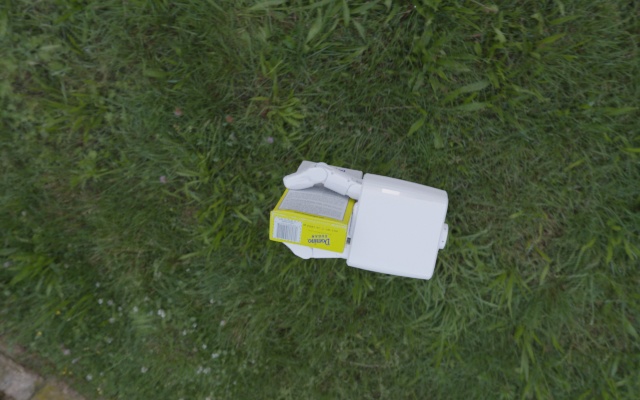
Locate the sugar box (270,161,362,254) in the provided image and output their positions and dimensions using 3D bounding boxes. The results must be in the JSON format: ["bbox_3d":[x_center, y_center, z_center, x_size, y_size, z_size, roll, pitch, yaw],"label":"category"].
[{"bbox_3d":[0.000,0.003,0.633,0.093,0.048,0.176,11,23,7],"label":"sugar box"}]
